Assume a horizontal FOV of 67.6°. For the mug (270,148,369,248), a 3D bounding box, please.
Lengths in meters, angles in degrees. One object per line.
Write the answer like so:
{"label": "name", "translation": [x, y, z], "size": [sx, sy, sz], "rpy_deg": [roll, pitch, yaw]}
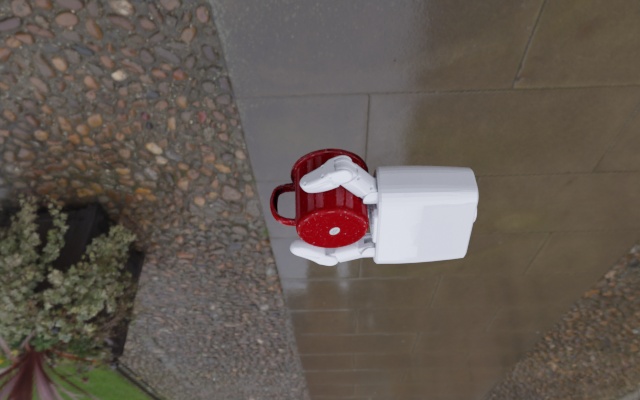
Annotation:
{"label": "mug", "translation": [-0.001, 0.002, 0.547], "size": [0.117, 0.081, 0.093], "rpy_deg": [-3, -36, 1]}
